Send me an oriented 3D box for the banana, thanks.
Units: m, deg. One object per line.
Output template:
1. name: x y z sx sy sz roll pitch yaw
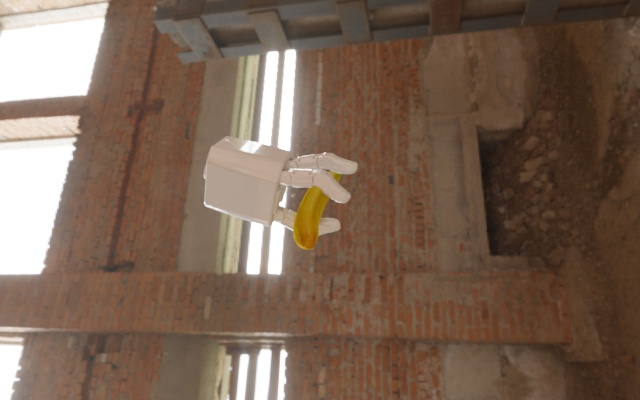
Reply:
1. banana: -0.008 0.011 0.696 0.037 0.197 0.070 33 -48 -9
